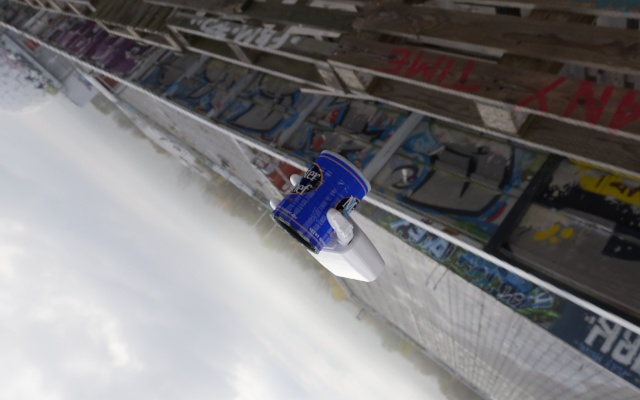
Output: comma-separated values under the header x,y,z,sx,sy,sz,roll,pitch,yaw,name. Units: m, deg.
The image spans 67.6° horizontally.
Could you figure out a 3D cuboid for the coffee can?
x,y,z,sx,sy,sz,roll,pitch,yaw,name
0.000,0.002,0.783,0.103,0.140,0.103,38,-12,10,coffee can
